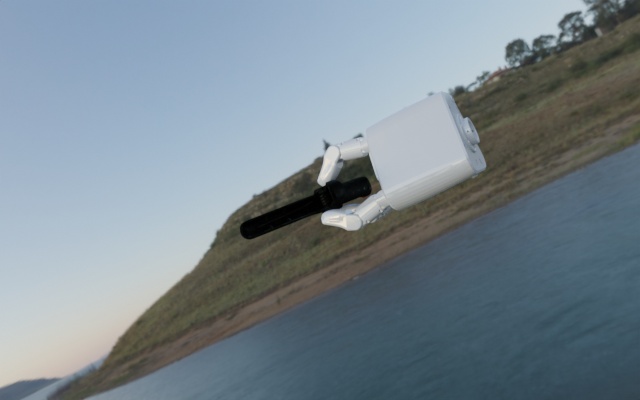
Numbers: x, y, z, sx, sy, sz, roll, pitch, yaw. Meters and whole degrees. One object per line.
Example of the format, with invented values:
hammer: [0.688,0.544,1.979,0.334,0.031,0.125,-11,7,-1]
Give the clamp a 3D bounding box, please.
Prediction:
clamp: [0.000,0.001,0.650,0.164,0.036,0.210,-23,-3,29]
